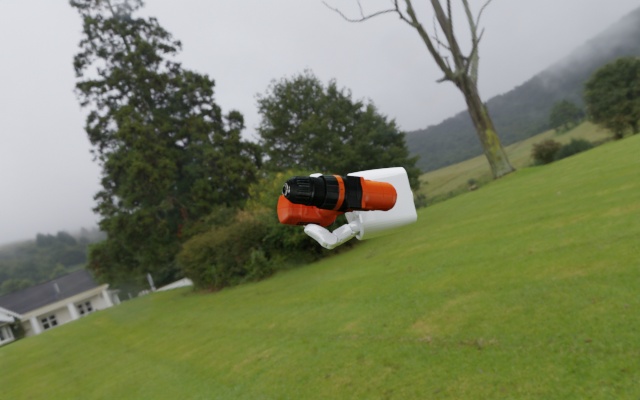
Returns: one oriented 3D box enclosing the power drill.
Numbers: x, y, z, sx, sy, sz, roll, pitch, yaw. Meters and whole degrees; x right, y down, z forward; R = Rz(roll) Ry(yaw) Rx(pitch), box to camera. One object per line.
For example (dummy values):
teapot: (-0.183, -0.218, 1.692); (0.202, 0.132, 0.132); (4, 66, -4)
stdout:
power drill: (0.000, 0.003, 0.761); (0.184, 0.057, 0.188); (6, -11, -27)
